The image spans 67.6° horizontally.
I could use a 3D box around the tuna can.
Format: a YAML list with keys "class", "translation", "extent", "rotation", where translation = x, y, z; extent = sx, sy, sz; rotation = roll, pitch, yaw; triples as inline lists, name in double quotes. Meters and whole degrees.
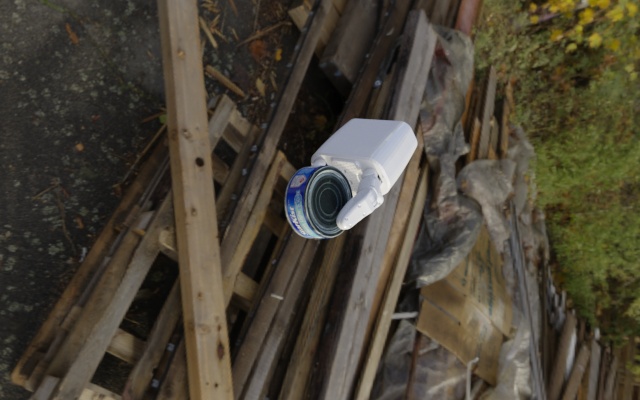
- class: "tuna can"
  translation: [0.000, 0.002, 0.558]
  extent: [0.034, 0.086, 0.086]
  rotation: [-2, -1, 44]
